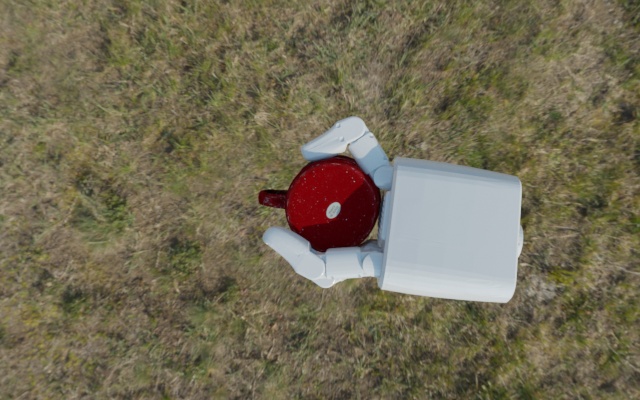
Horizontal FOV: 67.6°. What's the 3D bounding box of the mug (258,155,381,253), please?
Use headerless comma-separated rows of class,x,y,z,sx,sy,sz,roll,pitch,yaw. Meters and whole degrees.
mug,-0.001,0.001,0.444,0.117,0.093,0.081,8,5,4
